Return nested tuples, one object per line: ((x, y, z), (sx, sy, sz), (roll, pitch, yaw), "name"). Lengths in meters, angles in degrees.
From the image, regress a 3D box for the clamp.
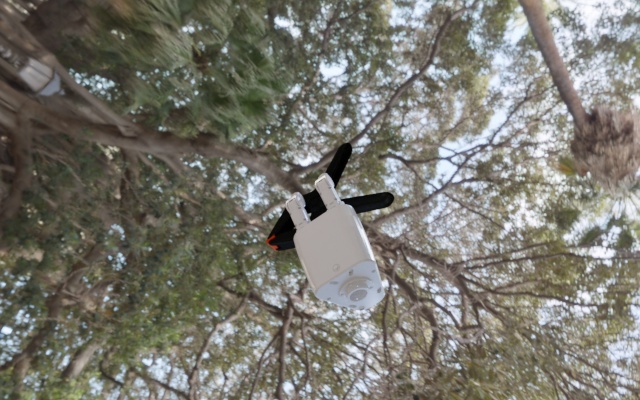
((0.000, 0.003, 0.762), (0.210, 0.164, 0.036), (-34, -48, 11), "clamp")
